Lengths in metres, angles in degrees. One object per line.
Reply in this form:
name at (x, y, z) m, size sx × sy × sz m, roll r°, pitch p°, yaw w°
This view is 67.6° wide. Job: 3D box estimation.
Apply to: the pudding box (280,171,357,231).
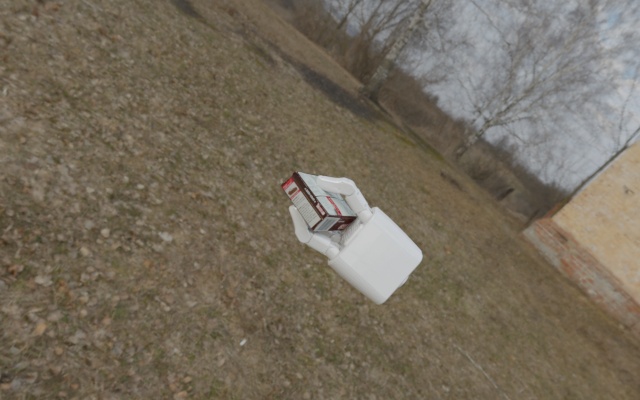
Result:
pudding box at (0.000, 0.002, 0.744) m, size 0.039 × 0.090 × 0.113 m, roll -43°, pitch -20°, yaw 17°
